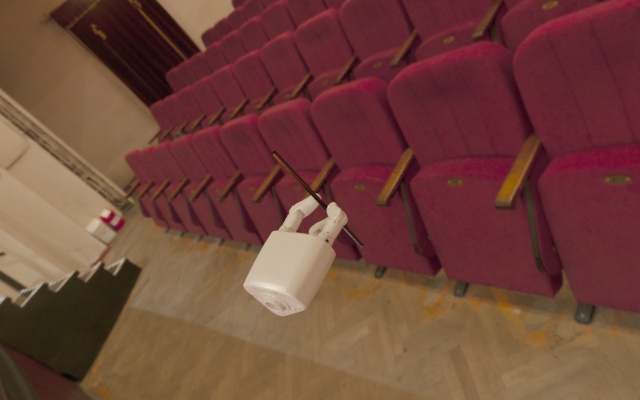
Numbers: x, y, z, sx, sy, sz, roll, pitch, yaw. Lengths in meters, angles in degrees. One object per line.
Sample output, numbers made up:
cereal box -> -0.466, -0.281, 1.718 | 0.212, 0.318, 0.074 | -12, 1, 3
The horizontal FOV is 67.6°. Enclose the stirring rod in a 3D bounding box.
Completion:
stirring rod -> 0.000, 0.003, 0.805 | 0.240, 0.011, 0.011 | 47, -25, -26
